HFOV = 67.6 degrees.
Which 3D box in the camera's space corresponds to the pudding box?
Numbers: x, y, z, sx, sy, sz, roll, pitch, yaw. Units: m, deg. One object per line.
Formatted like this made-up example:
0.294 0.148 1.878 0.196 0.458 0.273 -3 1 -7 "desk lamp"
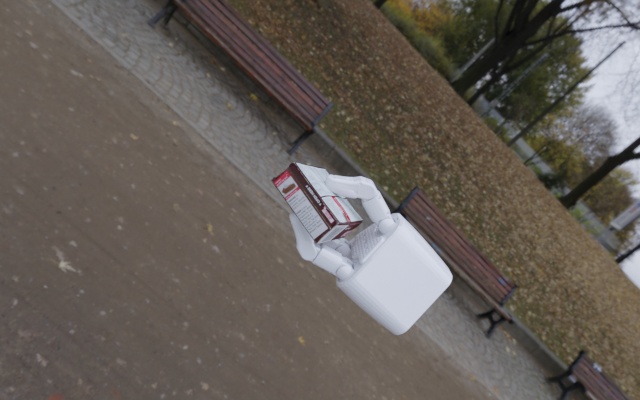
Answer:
0.000 0.002 0.569 0.039 0.090 0.113 -40 -12 13 "pudding box"
